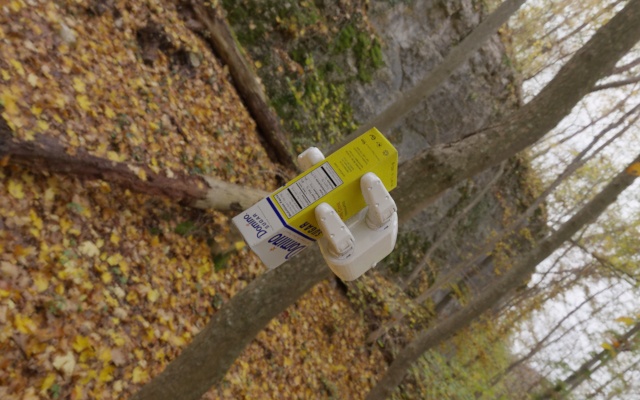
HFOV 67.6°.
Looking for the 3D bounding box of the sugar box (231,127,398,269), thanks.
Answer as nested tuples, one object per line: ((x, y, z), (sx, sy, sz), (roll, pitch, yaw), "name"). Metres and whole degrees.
((0.001, 0.002, 0.512), (0.176, 0.048, 0.093), (-36, -23, -6), "sugar box")
